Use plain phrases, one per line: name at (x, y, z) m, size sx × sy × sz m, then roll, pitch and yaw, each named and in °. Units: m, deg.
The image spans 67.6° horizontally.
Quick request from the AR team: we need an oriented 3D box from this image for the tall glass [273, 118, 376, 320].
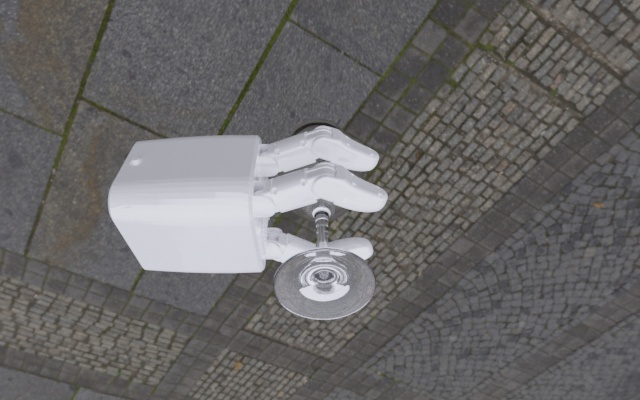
tall glass at (0.000, 0.002, 0.420) m, size 0.079 × 0.079 × 0.200 m, roll 0°, pitch 37°, yaw -2°
